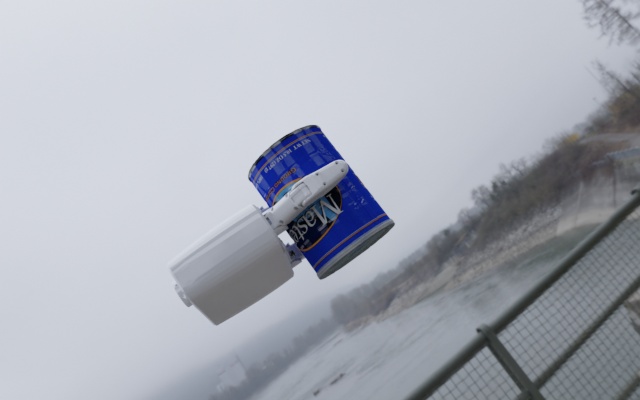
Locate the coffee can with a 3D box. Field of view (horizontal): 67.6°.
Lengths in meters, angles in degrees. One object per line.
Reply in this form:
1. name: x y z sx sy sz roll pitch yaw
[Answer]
1. coffee can: 0.000 0.002 0.534 0.103 0.140 0.103 -35 -12 -9
